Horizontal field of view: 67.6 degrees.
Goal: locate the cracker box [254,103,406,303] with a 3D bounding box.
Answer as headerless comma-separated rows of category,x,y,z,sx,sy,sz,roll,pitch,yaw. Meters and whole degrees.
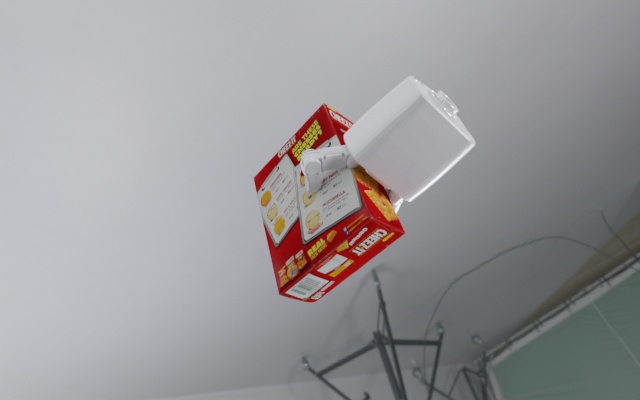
cracker box,0.000,0.002,0.636,0.072,0.213,0.164,25,-57,-38
